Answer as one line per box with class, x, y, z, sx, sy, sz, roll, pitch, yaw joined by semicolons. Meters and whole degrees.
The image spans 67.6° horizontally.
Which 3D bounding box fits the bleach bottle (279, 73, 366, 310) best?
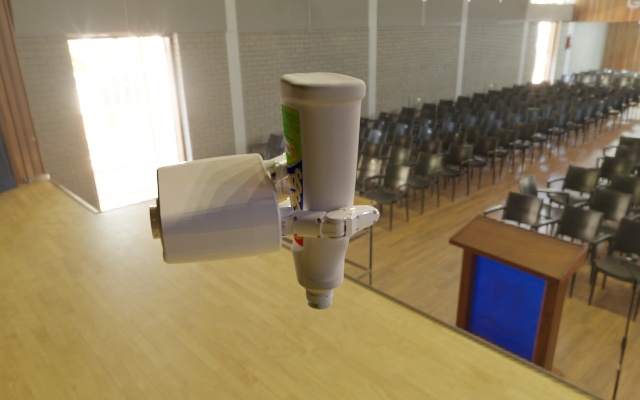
bleach bottle;0.000;0.002;0.491;0.068;0.251;0.102;-8;21;-17
